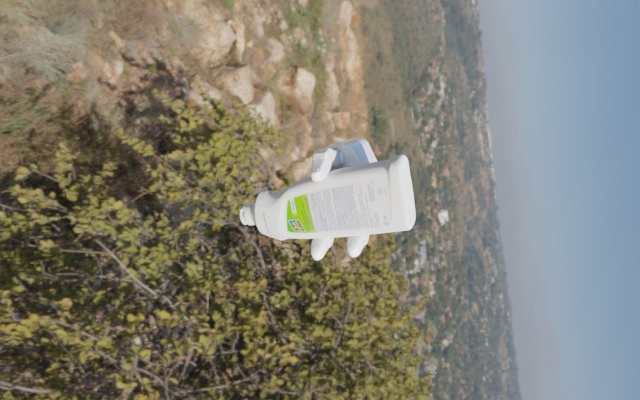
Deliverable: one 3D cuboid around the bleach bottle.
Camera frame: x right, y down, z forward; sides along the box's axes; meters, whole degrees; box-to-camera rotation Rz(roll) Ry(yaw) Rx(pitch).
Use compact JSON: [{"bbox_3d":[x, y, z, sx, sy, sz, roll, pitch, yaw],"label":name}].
[{"bbox_3d":[0.000,0.002,0.671,0.251,0.102,0.068,-6,12,21],"label":"bleach bottle"}]
